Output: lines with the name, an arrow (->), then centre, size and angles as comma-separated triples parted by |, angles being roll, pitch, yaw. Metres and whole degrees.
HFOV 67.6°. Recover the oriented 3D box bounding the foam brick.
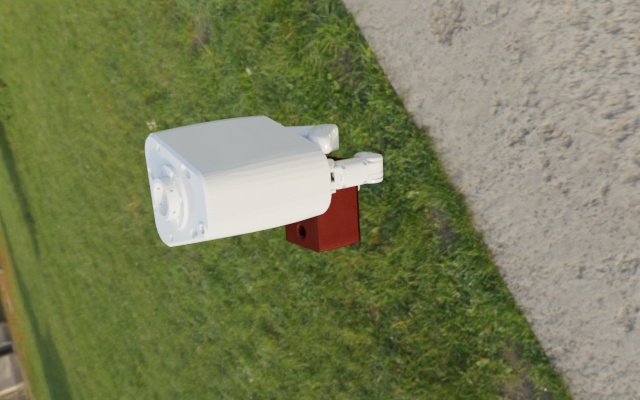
foam brick -> 0.000, 0.002, 0.437 | 0.051, 0.078, 0.053 | -15, 18, -37
